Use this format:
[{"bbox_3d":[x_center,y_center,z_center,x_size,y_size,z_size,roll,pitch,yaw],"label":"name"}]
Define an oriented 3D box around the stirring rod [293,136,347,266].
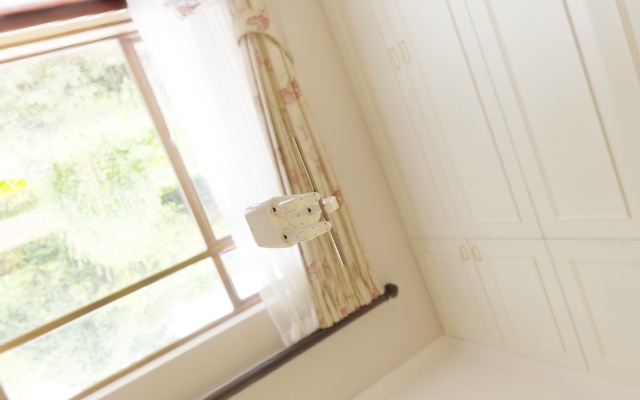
[{"bbox_3d":[0.000,0.003,0.833,0.011,0.239,0.011,-21,7,3],"label":"stirring rod"}]
